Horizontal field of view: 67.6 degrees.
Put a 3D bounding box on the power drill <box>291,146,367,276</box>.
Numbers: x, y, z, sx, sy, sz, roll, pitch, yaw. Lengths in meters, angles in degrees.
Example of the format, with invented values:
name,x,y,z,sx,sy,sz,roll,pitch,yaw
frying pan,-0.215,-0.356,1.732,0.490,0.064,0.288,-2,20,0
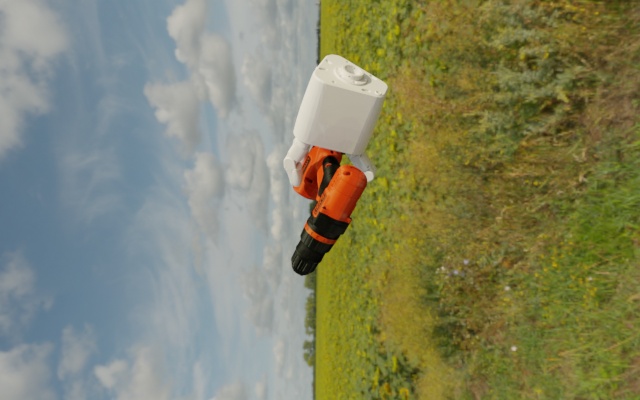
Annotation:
name,x,y,z,sx,sy,sz,roll,pitch,yaw
power drill,0.000,0.002,0.747,0.057,0.184,0.187,23,22,-20
